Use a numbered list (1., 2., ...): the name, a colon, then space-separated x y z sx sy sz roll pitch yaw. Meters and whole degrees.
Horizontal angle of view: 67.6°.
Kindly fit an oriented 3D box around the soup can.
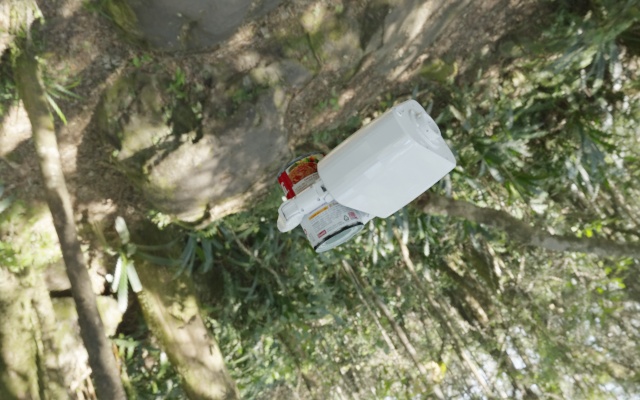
1. soup can: 0.000 0.002 0.571 0.068 0.102 0.068 -26 -15 -8
